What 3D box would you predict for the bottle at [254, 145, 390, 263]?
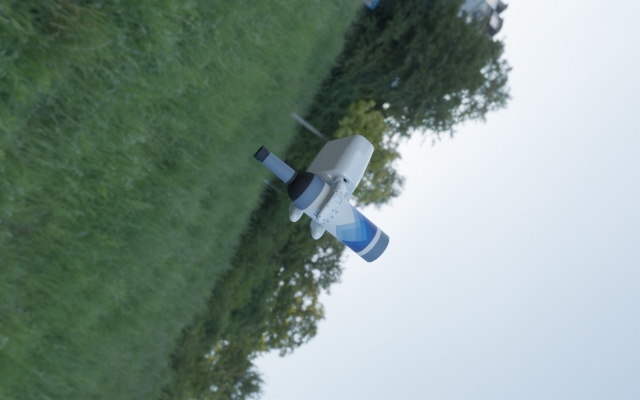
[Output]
[{"bbox_3d":[0.000,0.003,0.880,0.296,0.069,0.069,39,-12,-15],"label":"bottle"}]
